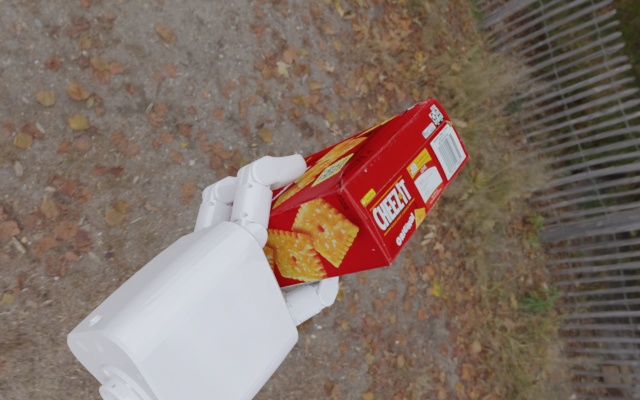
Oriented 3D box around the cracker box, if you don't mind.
[{"bbox_3d":[0.000,0.001,0.423,0.214,0.072,0.164,-19,17,44],"label":"cracker box"}]
